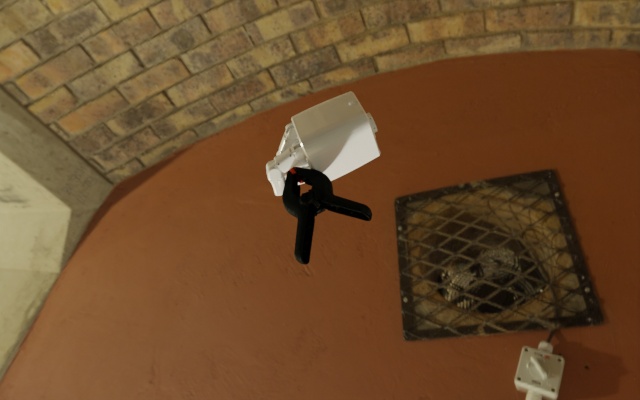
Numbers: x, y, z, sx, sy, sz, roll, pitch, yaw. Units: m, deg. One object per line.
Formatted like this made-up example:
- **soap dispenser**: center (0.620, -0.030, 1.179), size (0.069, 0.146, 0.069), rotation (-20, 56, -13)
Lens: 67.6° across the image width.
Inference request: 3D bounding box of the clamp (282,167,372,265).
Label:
- **clamp**: center (0.000, 0.003, 0.692), size (0.120, 0.171, 0.039), rotation (-24, -41, 3)
